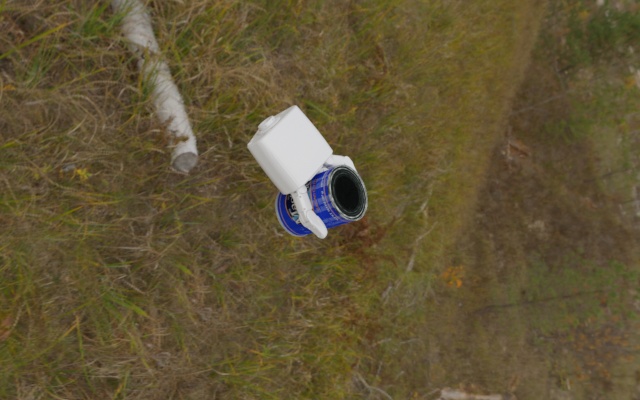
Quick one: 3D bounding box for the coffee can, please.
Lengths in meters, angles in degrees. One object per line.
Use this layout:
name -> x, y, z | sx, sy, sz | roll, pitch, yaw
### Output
coffee can -> 0.000, 0.003, 0.876 | 0.140, 0.103, 0.103 | -19, -13, 42
